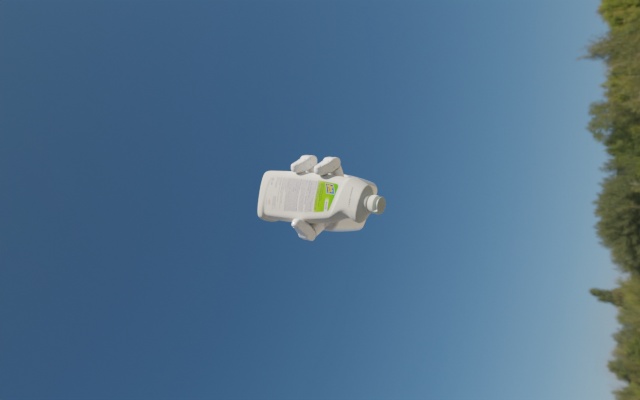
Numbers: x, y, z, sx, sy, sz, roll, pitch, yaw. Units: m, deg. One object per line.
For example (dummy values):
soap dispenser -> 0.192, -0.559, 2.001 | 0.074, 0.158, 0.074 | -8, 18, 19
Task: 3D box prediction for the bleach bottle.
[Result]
bleach bottle -> 0.000, 0.003, 0.862 | 0.251, 0.102, 0.068 | 8, 1, 37
